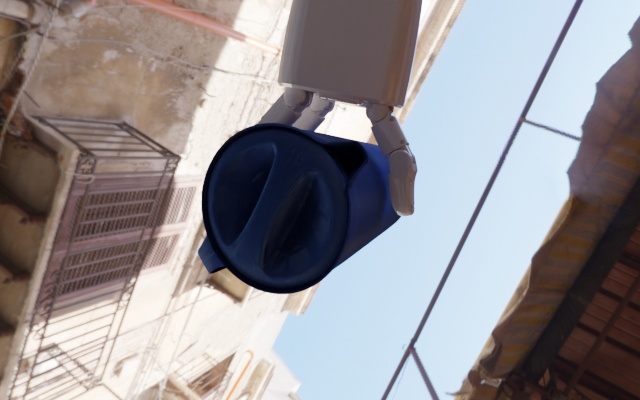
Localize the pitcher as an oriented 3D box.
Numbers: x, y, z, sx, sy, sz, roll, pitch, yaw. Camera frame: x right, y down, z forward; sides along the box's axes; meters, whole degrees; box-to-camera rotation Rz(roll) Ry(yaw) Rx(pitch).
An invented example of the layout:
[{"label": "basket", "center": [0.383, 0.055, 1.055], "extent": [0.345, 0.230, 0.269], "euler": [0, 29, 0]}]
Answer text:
[{"label": "pitcher", "center": [0.000, 0.001, 0.474], "extent": [0.149, 0.145, 0.243], "euler": [13, 10, 23]}]
